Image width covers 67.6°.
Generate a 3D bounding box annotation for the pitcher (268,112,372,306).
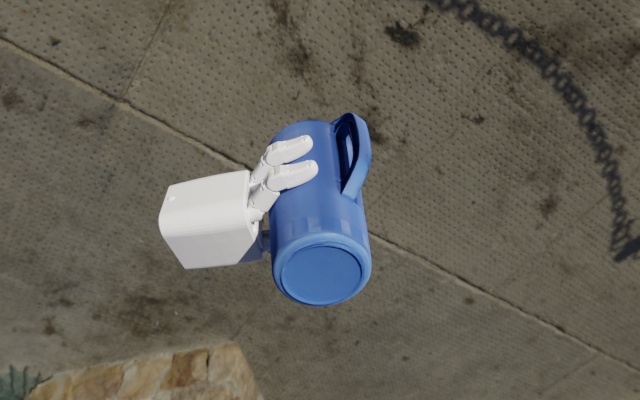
[{"bbox_3d":[0.000,0.002,0.595,0.145,0.149,0.242,-9,36,1],"label":"pitcher"}]
